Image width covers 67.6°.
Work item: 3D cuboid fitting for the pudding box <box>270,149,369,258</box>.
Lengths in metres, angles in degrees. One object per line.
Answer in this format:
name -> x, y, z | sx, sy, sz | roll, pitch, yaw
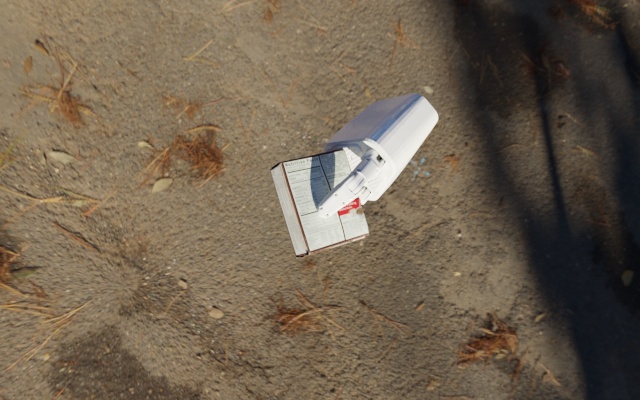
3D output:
pudding box -> 0.000, 0.002, 0.566 | 0.090, 0.113, 0.039 | -14, -6, -29
